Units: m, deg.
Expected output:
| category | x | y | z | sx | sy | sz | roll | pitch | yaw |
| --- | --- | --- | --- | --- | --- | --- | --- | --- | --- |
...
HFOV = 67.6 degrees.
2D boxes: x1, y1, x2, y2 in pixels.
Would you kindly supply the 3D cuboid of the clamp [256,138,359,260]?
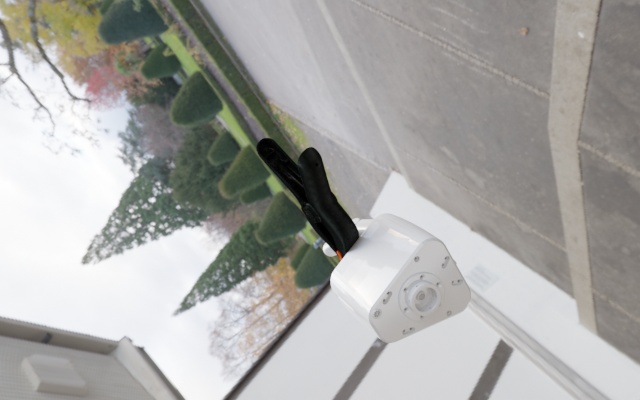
| category | x | y | z | sx | sy | sz | roll | pitch | yaw |
| --- | --- | --- | --- | --- | --- | --- | --- | --- | --- |
| clamp | 0.000 | 0.002 | 0.524 | 0.039 | 0.171 | 0.120 | -41 | 20 | -10 |
